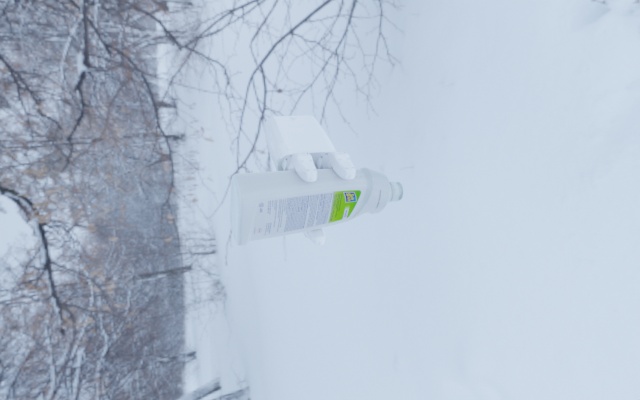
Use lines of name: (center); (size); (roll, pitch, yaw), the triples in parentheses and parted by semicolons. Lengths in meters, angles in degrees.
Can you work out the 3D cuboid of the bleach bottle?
bleach bottle: (0.000, 0.002, 0.690); (0.251, 0.103, 0.068); (-5, 43, -19)
